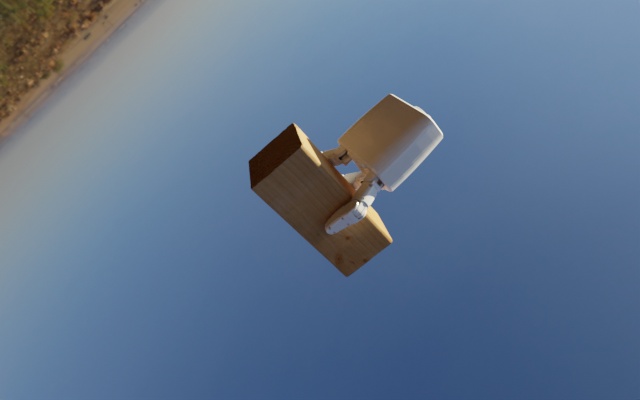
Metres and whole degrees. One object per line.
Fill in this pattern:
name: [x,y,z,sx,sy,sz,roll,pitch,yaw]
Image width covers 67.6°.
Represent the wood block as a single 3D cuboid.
wood block: [0.001,0.002,0.685,0.090,0.206,0.090,-39,28,11]
